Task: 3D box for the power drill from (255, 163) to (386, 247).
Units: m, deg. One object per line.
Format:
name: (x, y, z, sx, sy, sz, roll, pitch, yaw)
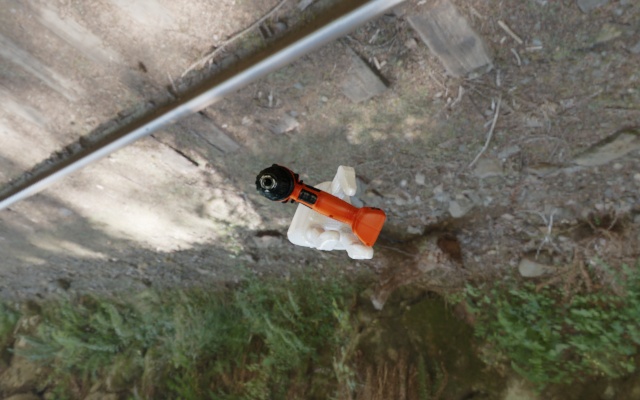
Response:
power drill: (0.001, 0.003, 0.698, 0.187, 0.057, 0.184, 26, 5, 2)
